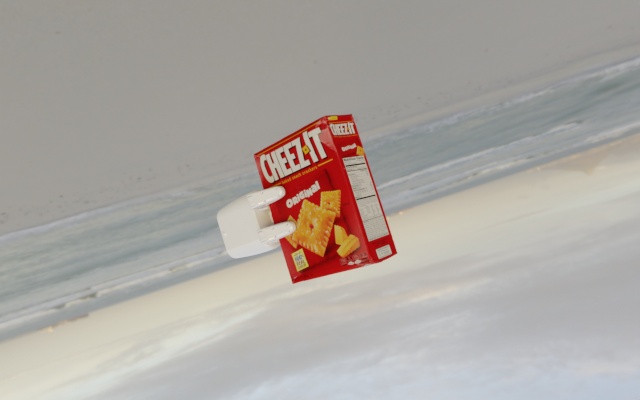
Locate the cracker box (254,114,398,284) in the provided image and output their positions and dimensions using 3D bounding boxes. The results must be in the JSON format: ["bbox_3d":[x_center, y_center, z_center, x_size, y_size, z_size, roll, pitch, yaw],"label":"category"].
[{"bbox_3d":[0.000,0.002,0.707,0.164,0.213,0.072,-21,-5,41],"label":"cracker box"}]
